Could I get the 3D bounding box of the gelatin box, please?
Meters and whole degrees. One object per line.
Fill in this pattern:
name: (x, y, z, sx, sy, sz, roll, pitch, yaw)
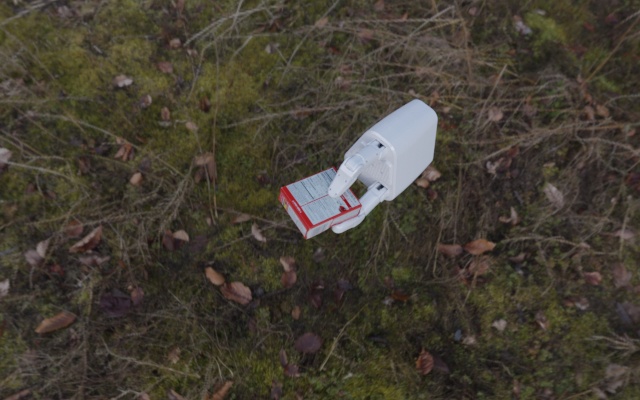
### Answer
gelatin box: (0.000, 0.002, 0.641, 0.089, 0.073, 0.030, -23, -27, -27)
